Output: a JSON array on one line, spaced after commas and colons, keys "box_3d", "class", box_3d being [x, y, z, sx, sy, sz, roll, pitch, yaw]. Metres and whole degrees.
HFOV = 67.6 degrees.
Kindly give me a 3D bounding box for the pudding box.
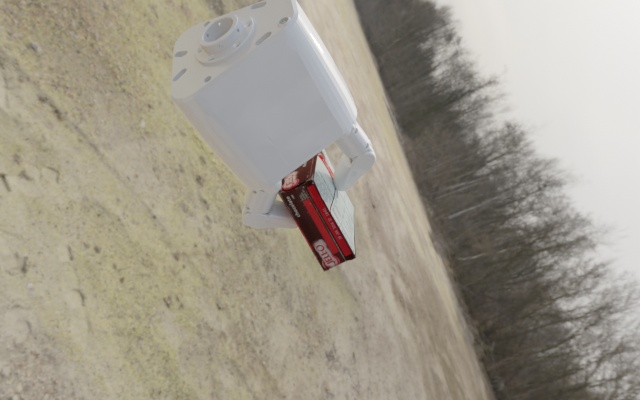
[{"box_3d": [0.000, 0.001, 0.471, 0.039, 0.090, 0.113, -22, 21, 14], "class": "pudding box"}]
